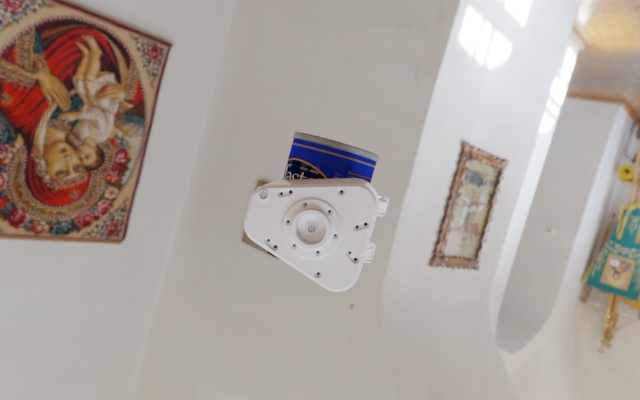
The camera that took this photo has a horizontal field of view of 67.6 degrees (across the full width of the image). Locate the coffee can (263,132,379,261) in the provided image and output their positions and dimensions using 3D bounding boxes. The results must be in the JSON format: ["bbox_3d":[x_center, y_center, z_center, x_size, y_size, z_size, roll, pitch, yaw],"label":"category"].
[{"bbox_3d":[0.000,0.002,0.560,0.103,0.140,0.103,16,3,-1],"label":"coffee can"}]
